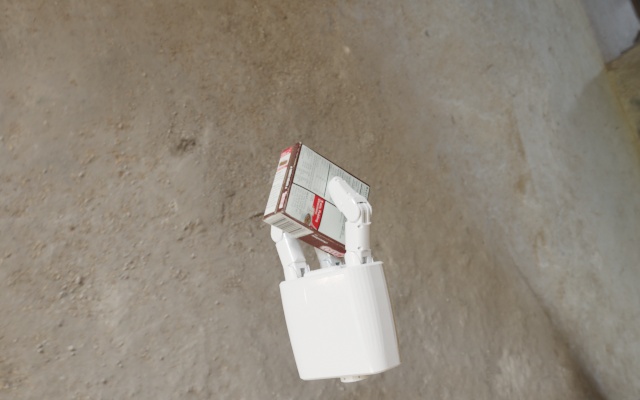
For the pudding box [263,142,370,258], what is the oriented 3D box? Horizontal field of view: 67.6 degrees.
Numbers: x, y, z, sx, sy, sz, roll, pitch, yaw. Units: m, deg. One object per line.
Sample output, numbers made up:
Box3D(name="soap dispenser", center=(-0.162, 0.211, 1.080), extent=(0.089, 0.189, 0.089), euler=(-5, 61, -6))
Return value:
Box3D(name="pudding box", center=(0.000, 0.002, 0.530), extent=(0.113, 0.090, 0.039), euler=(31, -32, -32))
